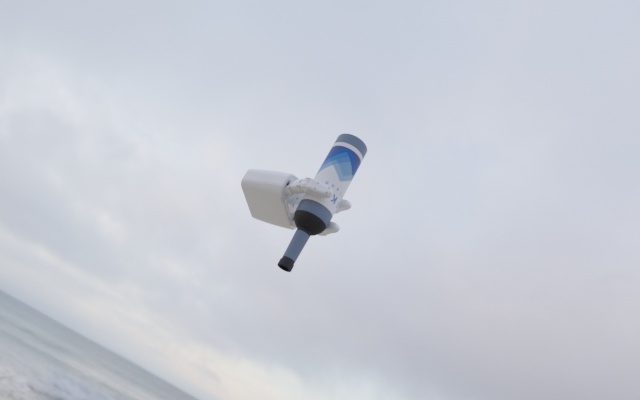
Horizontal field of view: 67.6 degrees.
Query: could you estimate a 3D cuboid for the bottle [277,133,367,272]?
[{"bbox_3d":[0.000,0.003,0.899,0.069,0.295,0.069,23,-27,12],"label":"bottle"}]
